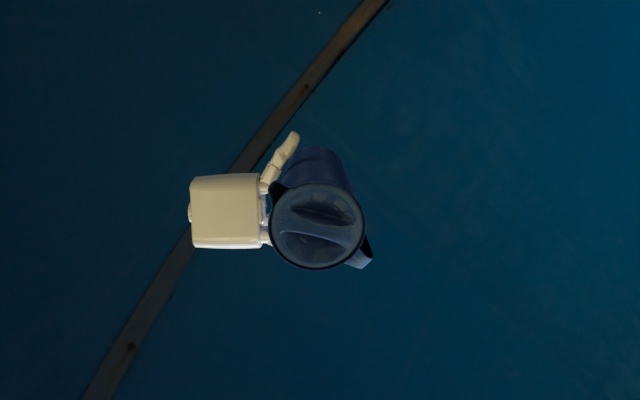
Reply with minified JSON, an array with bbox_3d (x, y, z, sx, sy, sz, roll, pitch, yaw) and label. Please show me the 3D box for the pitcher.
[{"bbox_3d":[0.000,0.002,0.749,0.145,0.149,0.242,-4,21,0],"label":"pitcher"}]
